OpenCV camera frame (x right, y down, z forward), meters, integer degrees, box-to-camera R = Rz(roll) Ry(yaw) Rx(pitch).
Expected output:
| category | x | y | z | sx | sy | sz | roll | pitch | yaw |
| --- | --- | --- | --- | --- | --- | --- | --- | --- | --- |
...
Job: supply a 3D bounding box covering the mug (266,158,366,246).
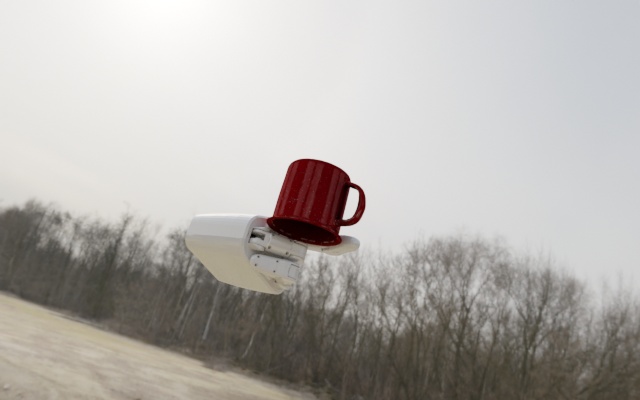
| category | x | y | z | sx | sy | sz | roll | pitch | yaw |
| --- | --- | --- | --- | --- | --- | --- | --- | --- | --- |
| mug | 0.001 | 0.002 | 0.574 | 0.117 | 0.081 | 0.093 | 2 | -24 | 33 |
